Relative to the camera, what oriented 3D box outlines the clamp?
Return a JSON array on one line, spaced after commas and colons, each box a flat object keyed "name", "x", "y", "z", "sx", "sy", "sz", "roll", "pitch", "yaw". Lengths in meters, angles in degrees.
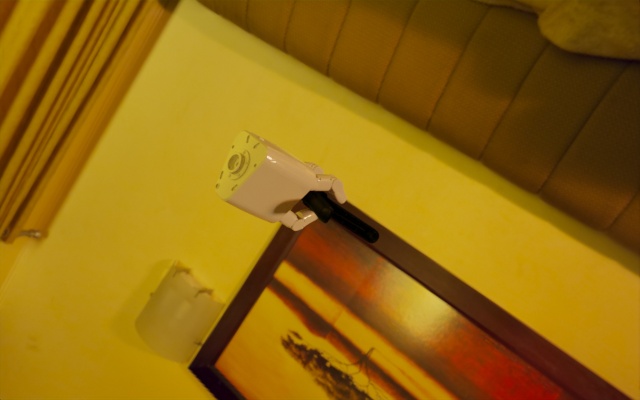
[{"name": "clamp", "x": -0.001, "y": 0.003, "z": 0.813, "sx": 0.165, "sy": 0.036, "sz": 0.210, "roll": 30, "pitch": 6, "yaw": -46}]
